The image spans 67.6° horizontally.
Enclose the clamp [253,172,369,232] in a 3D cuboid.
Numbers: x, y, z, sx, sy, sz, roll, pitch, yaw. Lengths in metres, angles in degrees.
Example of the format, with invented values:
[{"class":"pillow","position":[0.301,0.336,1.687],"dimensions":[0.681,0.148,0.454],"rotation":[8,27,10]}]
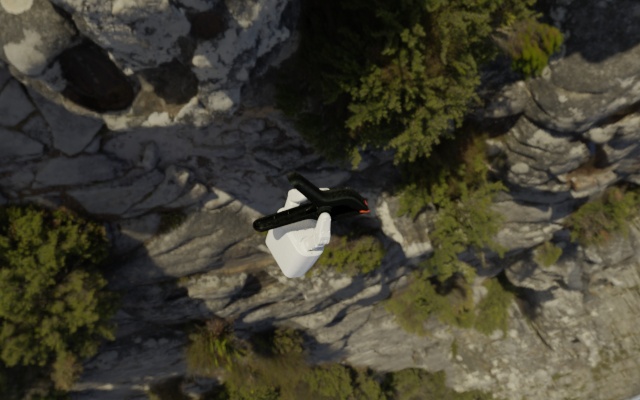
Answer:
[{"class":"clamp","position":[0.001,0.004,0.837],"dimensions":[0.210,0.036,0.165],"rotation":[-2,-31,-26]}]
